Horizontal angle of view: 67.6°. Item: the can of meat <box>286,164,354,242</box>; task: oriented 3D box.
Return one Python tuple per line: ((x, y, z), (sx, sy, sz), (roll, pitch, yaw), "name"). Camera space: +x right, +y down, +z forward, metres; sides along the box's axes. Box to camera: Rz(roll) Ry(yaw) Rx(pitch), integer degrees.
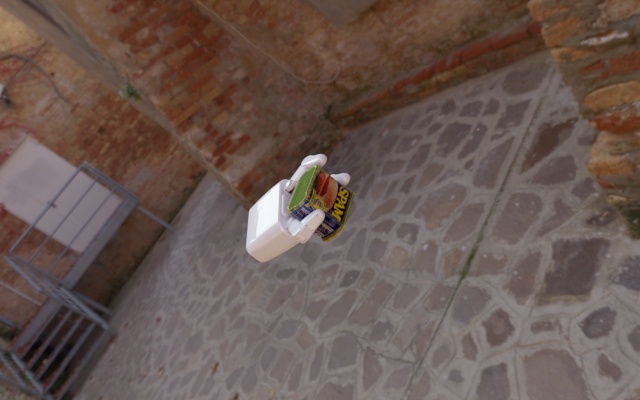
((0.000, 0.002, 0.780), (0.084, 0.102, 0.057), (38, -45, -19), "can of meat")
